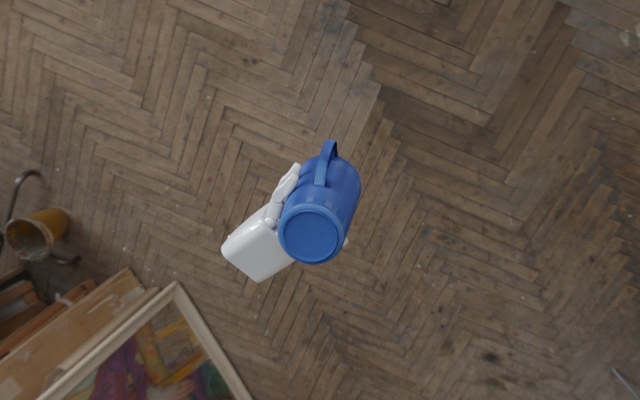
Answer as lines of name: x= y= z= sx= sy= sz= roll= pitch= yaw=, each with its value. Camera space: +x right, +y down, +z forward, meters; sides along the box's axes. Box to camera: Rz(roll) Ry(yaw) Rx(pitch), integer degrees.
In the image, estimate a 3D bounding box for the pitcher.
pitcher: x=0.000 y=0.003 z=0.849 sx=0.145 sy=0.149 sz=0.242 roll=-35 pitch=13 yaw=19
